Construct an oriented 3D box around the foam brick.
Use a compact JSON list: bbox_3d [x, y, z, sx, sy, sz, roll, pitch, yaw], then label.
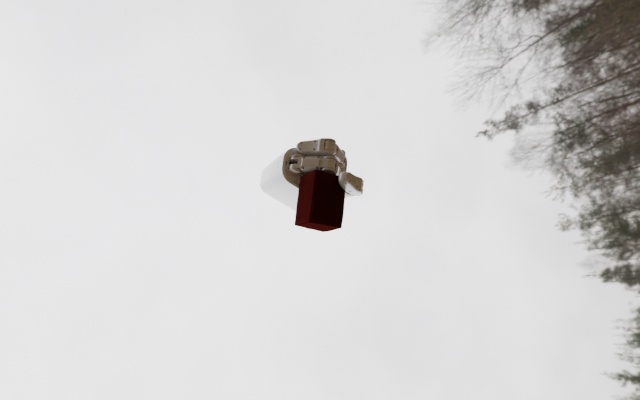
[{"bbox_3d":[0.000,0.003,0.692,0.053,0.078,0.051,15,-17,-26],"label":"foam brick"}]
